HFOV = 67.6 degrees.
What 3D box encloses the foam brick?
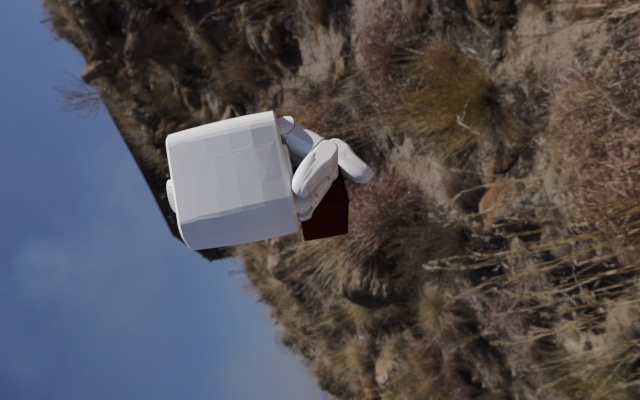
[{"bbox_3d":[0.000,0.002,0.517,0.051,0.053,0.078,-12,-30,-4],"label":"foam brick"}]
